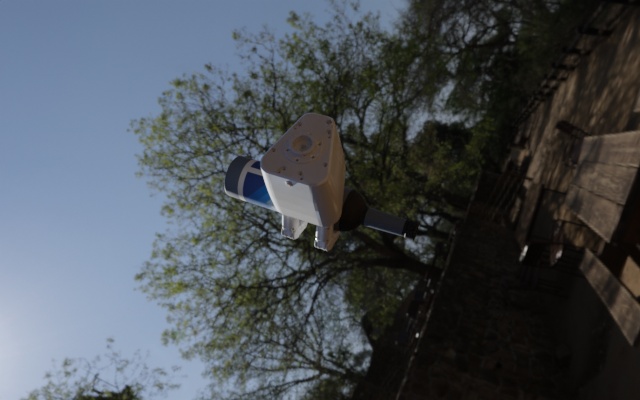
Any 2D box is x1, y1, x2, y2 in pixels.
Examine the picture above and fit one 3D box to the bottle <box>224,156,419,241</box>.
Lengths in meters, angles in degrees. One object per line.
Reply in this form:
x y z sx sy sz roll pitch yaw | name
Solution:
0.000 0.002 0.712 0.295 0.069 0.069 17 5 17 | bottle
